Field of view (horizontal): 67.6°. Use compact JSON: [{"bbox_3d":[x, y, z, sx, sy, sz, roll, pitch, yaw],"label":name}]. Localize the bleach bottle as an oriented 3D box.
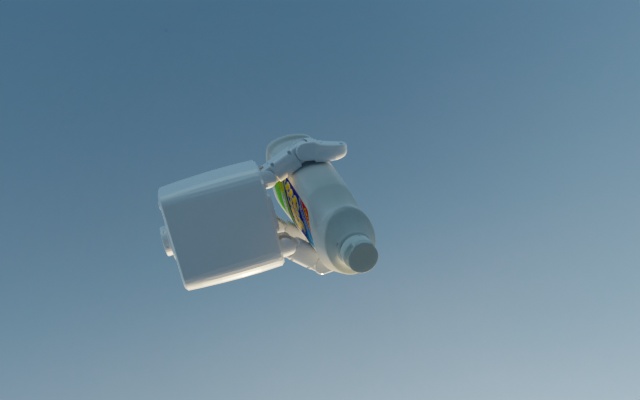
[{"bbox_3d":[0.000,0.002,0.521,0.068,0.103,0.250,-15,23,-12],"label":"bleach bottle"}]
